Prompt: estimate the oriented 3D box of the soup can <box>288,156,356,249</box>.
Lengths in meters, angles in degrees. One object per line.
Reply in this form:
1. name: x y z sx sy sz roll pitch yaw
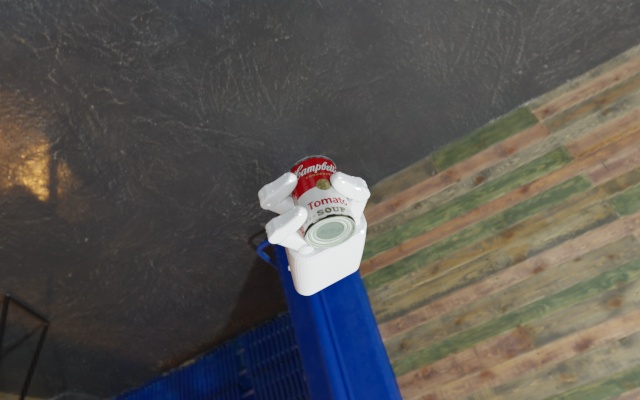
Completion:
1. soup can: 0.000 0.002 0.610 0.068 0.102 0.069 -11 -38 -9
